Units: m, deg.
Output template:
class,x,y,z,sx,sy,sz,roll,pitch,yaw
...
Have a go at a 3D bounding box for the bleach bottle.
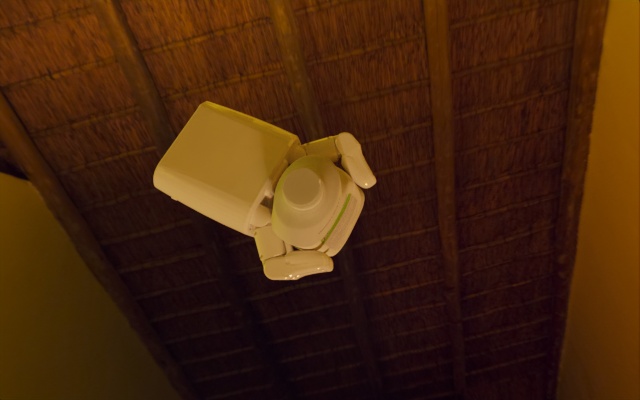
class,x,y,z,sx,sy,sz,roll,pitch,yaw
bleach bottle,0.000,0.002,0.475,0.068,0.102,0.251,24,-6,8
